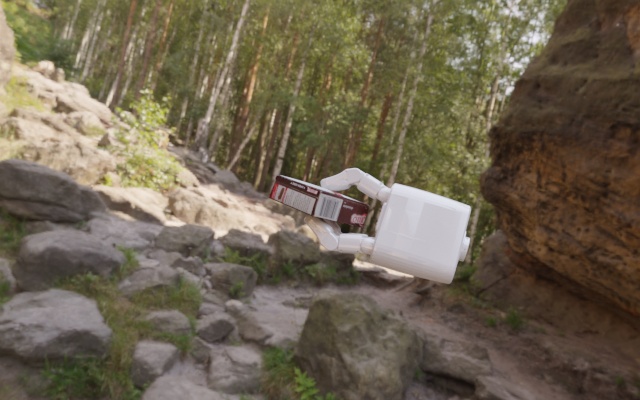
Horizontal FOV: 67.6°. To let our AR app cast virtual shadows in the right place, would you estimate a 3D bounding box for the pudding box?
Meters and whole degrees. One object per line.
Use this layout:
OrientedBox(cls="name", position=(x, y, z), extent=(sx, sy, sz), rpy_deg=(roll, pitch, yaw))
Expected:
OrientedBox(cls="pudding box", position=(0.000, 0.002, 0.663), extent=(0.090, 0.039, 0.113), rpy_deg=(20, 1, 41))
